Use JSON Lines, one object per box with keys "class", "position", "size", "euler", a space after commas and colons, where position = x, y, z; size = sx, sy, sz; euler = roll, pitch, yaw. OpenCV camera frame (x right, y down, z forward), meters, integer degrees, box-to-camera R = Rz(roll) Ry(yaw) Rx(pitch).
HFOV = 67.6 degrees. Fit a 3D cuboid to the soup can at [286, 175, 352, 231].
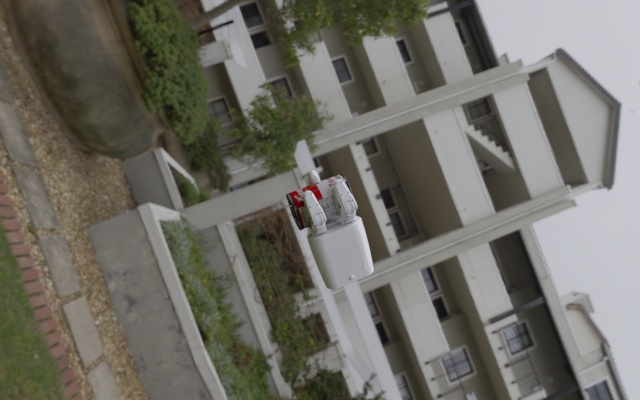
{"class": "soup can", "position": [0.000, 0.002, 0.822], "size": [0.102, 0.068, 0.068], "euler": [-21, 3, -9]}
